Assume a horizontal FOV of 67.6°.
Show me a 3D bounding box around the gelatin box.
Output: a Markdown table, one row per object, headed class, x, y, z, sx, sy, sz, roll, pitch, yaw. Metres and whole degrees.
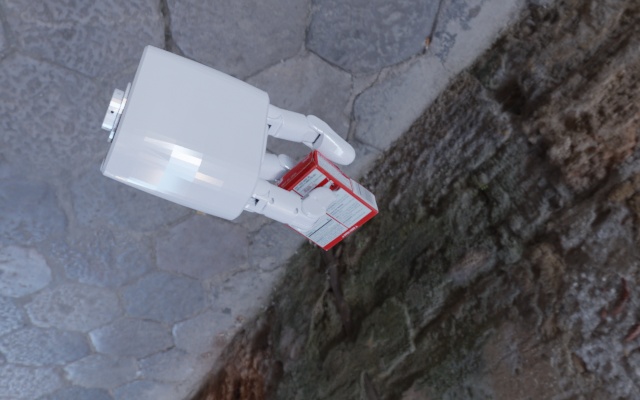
| class | x | y | z | sx | sy | sz | roll | pitch | yaw |
| --- | --- | --- | --- | --- | --- | --- | --- | --- | --- |
| gelatin box | 0.000 | 0.002 | 0.469 | 0.089 | 0.030 | 0.073 | 35 | -61 | -29 |
